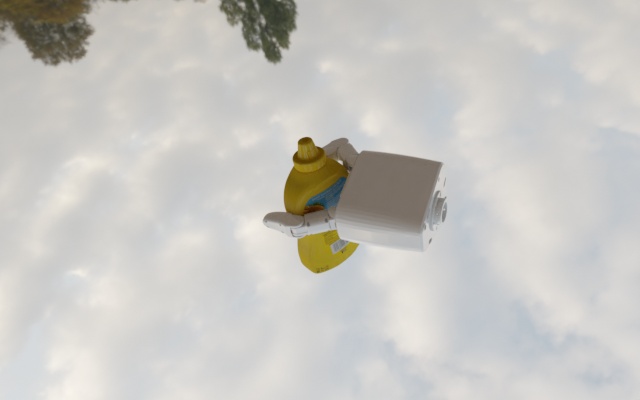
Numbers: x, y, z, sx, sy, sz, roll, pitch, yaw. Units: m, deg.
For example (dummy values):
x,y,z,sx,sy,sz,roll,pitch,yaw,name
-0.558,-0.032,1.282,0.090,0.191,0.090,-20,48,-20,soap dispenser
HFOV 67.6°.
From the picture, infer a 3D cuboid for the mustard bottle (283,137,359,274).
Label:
x,y,z,sx,sy,sz,roll,pitch,yaw,name
0.000,0.002,0.623,0.096,0.192,0.058,-34,43,-23,mustard bottle
